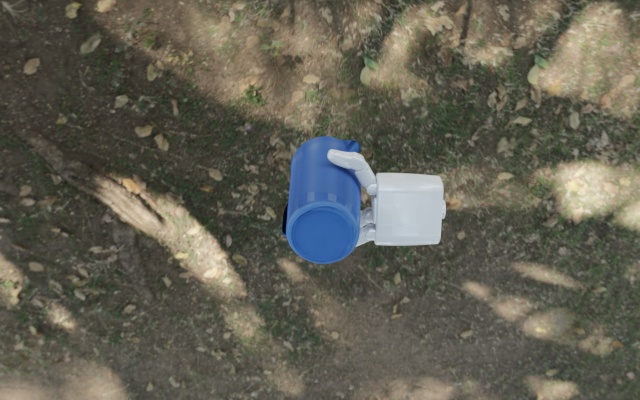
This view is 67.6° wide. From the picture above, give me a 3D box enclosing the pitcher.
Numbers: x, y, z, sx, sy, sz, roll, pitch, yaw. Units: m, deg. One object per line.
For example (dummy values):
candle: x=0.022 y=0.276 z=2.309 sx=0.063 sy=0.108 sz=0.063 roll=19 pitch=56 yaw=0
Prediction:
pitcher: x=0.000 y=0.003 z=0.796 sx=0.145 sy=0.149 sz=0.242 roll=0 pitch=28 yaw=2
